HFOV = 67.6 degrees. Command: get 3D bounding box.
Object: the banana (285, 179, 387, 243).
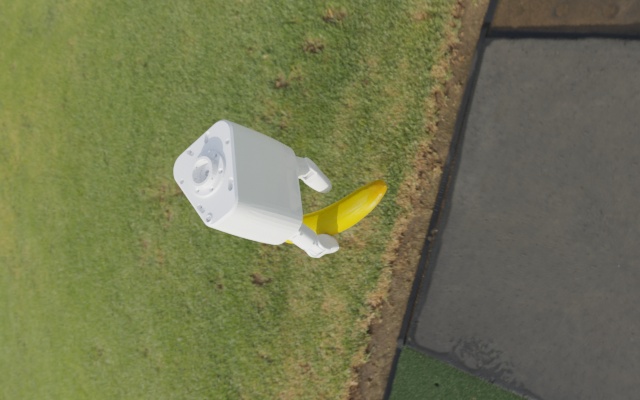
[{"bbox_3d":[-0.003,0.020,0.627,0.198,0.069,0.037,-11,-24,33],"label":"banana"}]
